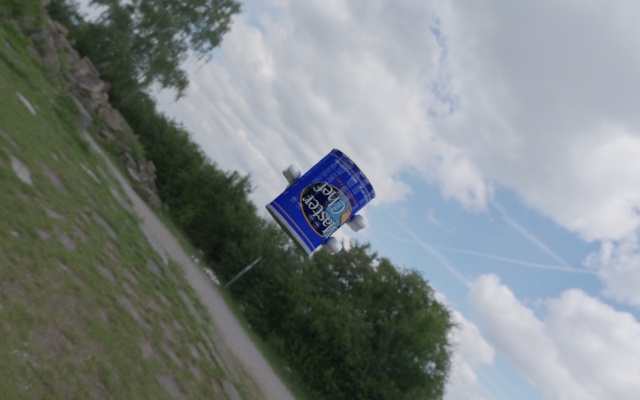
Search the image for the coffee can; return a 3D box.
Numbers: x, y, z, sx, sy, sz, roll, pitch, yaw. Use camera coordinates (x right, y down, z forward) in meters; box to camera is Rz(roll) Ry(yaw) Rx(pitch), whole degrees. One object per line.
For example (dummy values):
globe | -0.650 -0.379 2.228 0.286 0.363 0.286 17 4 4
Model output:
coffee can | 0.000 0.002 0.743 0.140 0.103 0.103 -41 7 -8
